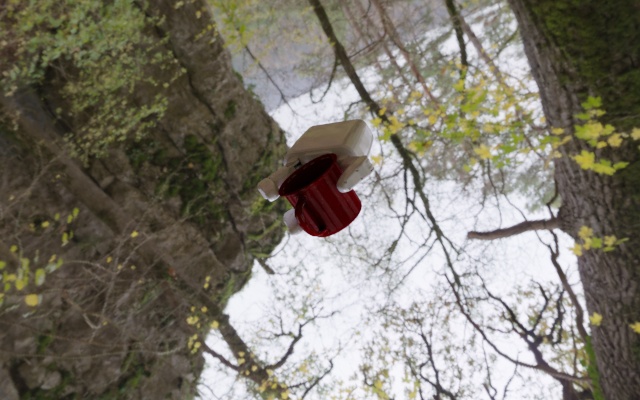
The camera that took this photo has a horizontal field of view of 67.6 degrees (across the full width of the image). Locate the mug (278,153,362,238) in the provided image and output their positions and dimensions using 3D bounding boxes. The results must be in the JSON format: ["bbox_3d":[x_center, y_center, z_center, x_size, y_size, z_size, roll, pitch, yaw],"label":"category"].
[{"bbox_3d":[0.000,0.003,0.637,0.093,0.081,0.117,-22,24,30],"label":"mug"}]
